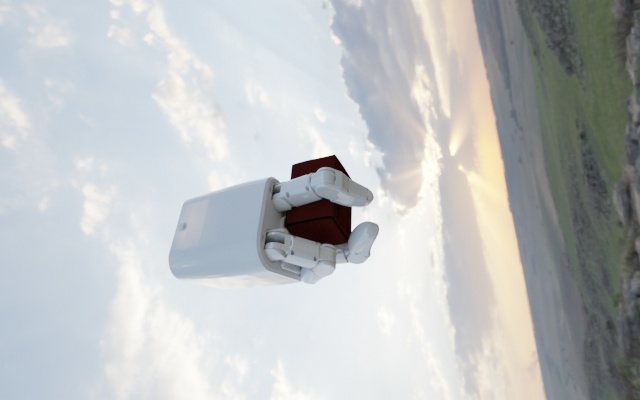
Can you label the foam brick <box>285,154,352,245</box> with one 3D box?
[{"bbox_3d":[0.000,0.001,0.488,0.051,0.078,0.053,-11,-38,21],"label":"foam brick"}]
